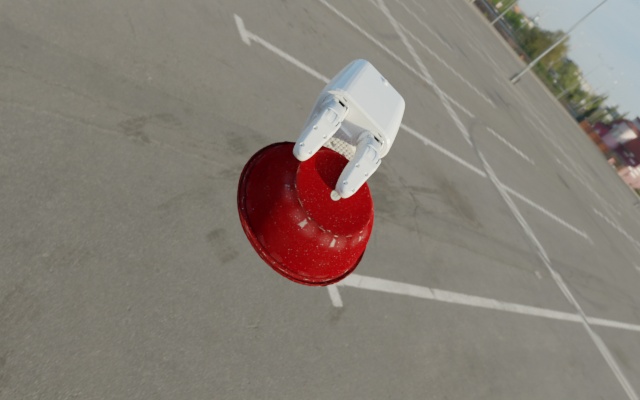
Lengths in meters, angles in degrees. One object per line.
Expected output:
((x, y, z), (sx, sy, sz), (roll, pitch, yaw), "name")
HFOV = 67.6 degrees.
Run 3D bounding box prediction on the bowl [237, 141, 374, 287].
((0.000, 0.002, 0.482), (0.162, 0.162, 0.055), (0, -21, -36), "bowl")
